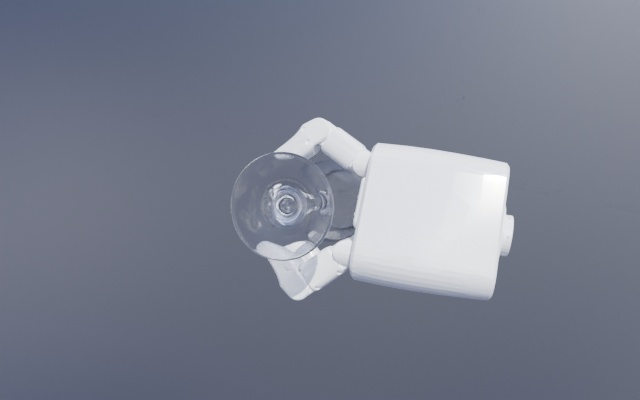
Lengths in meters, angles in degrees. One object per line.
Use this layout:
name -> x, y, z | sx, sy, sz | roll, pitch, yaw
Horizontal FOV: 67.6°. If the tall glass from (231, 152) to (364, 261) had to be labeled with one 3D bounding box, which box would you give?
tall glass -> 0.000, 0.001, 0.418 | 0.079, 0.079, 0.201 | 0, 2, 15
